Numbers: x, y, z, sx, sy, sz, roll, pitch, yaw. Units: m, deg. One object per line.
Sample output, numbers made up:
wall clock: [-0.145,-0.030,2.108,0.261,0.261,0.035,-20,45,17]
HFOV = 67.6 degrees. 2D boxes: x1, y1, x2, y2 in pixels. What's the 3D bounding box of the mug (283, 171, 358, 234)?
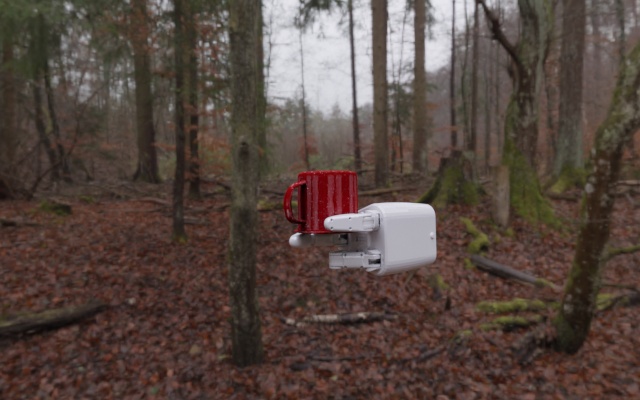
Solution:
mug: [-0.001,0.002,0.642,0.117,0.081,0.093,-1,0,-36]
